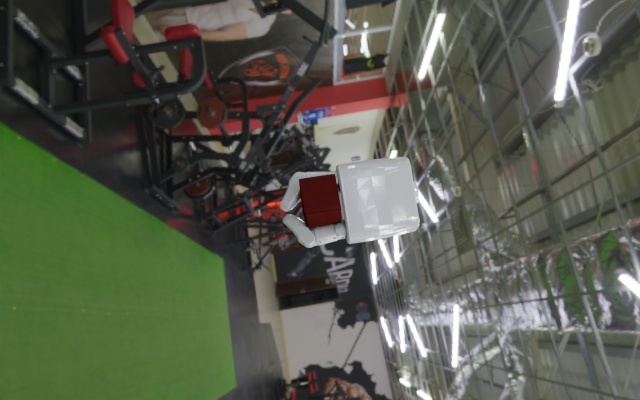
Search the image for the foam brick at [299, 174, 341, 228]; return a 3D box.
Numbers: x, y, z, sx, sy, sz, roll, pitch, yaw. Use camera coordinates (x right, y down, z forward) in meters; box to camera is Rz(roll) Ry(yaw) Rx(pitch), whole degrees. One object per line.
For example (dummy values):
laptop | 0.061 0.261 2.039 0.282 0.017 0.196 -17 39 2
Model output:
foam brick | 0.000 0.002 0.667 0.051 0.053 0.078 -8 -17 0
